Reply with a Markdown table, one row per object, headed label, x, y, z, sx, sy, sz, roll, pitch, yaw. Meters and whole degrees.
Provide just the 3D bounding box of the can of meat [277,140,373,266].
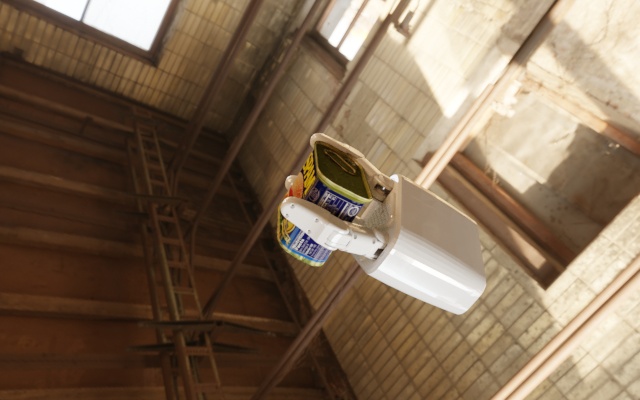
| label | x | y | z | sx | sy | sz | roll | pitch | yaw |
| --- | --- | --- | --- | --- | --- | --- | --- | --- | --- |
| can of meat | 0.000 | 0.002 | 0.463 | 0.057 | 0.084 | 0.102 | 26 | 22 | -15 |
